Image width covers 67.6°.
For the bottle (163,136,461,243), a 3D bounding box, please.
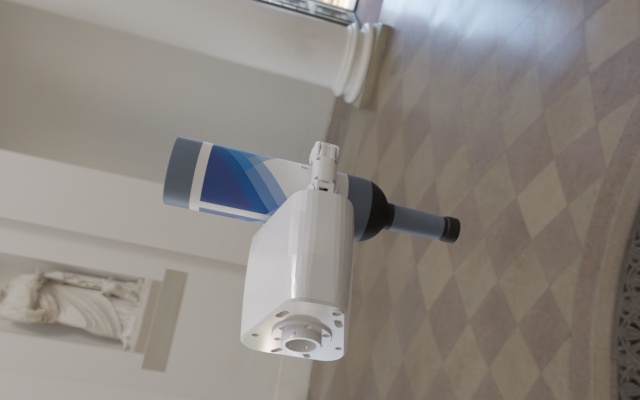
[{"bbox_3d":[0.000,0.001,0.479,0.296,0.069,0.069,12,-2,-10],"label":"bottle"}]
